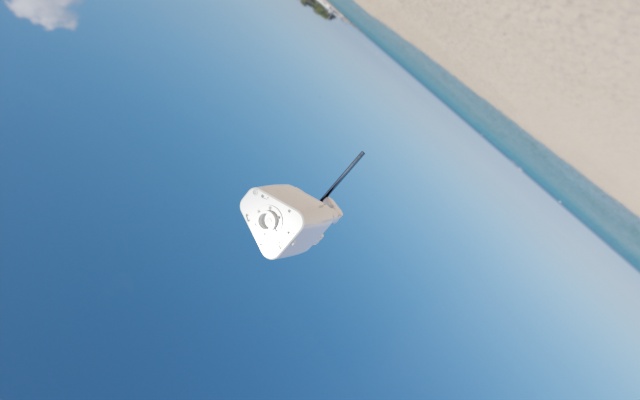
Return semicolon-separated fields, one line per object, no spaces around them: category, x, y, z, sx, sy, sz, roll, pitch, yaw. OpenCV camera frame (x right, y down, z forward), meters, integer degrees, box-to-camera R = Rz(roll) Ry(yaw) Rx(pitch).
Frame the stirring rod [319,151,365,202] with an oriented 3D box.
stirring rod;0.000;0.003;0.870;0.011;0.239;0.011;36;18;-14
